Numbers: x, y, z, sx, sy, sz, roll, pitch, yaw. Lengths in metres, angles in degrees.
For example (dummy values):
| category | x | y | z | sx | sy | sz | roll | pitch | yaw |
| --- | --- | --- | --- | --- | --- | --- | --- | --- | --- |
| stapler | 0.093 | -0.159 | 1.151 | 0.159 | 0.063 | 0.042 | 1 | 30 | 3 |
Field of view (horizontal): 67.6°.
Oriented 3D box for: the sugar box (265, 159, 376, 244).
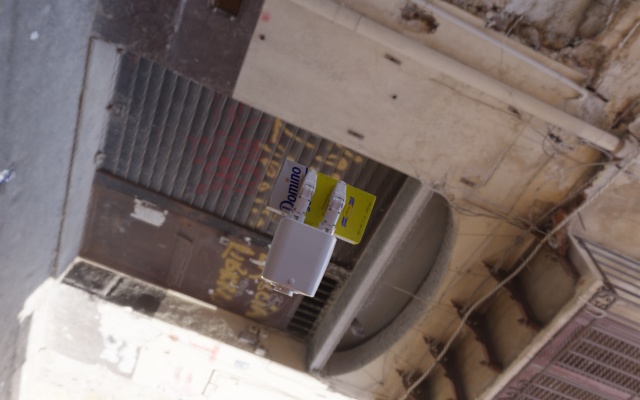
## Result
| category | x | y | z | sx | sy | sz | roll | pitch | yaw |
| --- | --- | --- | --- | --- | --- | --- | --- | --- | --- |
| sugar box | 0.000 | 0.003 | 0.847 | 0.176 | 0.093 | 0.048 | 22 | -11 | -8 |
